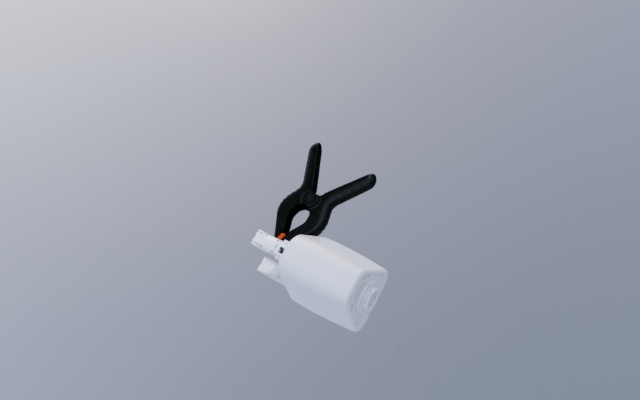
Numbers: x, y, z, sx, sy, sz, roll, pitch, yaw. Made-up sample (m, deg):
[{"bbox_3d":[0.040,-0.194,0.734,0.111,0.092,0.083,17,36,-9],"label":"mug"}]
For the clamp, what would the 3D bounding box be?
[{"bbox_3d":[0.000,0.002,0.697,0.120,0.171,0.039,22,-14,31],"label":"clamp"}]
